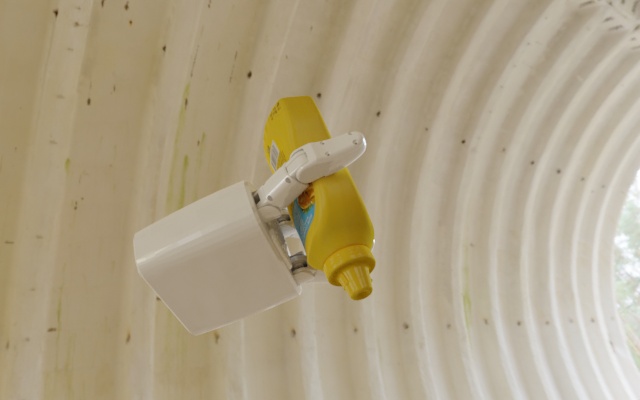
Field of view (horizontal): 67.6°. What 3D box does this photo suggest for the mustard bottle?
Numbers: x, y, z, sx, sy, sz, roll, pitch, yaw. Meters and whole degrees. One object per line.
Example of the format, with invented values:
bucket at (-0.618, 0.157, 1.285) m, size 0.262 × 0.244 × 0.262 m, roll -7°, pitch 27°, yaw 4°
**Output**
mustard bottle at (0.000, 0.001, 0.418) m, size 0.058 × 0.191 × 0.096 m, roll -9°, pitch -39°, yaw -19°
